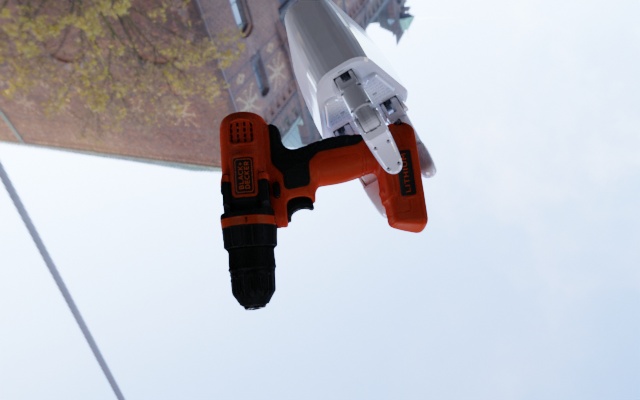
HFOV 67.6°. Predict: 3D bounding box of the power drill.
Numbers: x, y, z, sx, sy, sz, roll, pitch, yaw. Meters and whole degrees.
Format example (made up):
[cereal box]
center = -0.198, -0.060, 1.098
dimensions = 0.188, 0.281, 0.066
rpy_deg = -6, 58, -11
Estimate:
[power drill]
center = 0.000, 0.001, 0.446
dimensions = 0.187, 0.184, 0.057
rpy_deg = -5, -9, -5
